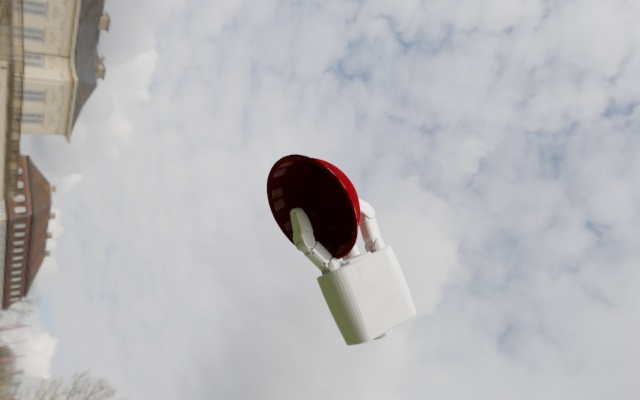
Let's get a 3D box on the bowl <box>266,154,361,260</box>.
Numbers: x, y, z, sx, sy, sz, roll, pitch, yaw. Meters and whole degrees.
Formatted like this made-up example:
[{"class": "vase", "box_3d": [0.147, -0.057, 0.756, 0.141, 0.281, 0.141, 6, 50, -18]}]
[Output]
[{"class": "bowl", "box_3d": [0.000, 0.001, 0.672, 0.162, 0.162, 0.055, 0, 25, 43]}]
